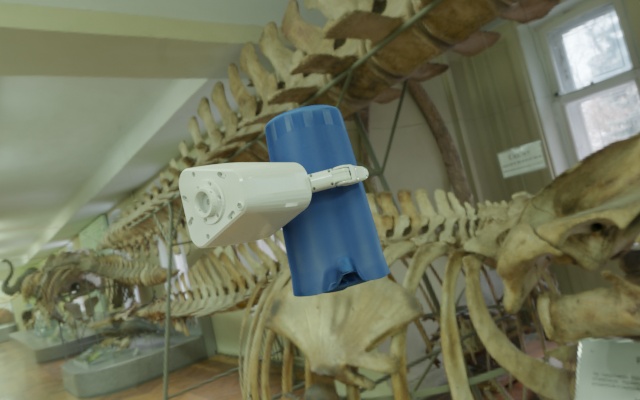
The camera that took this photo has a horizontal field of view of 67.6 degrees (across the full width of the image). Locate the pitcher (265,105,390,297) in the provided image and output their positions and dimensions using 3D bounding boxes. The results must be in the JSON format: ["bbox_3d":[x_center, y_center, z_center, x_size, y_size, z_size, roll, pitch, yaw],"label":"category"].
[{"bbox_3d":[0.000,0.002,0.660,0.149,0.243,0.145,-16,-4,38],"label":"pitcher"}]
